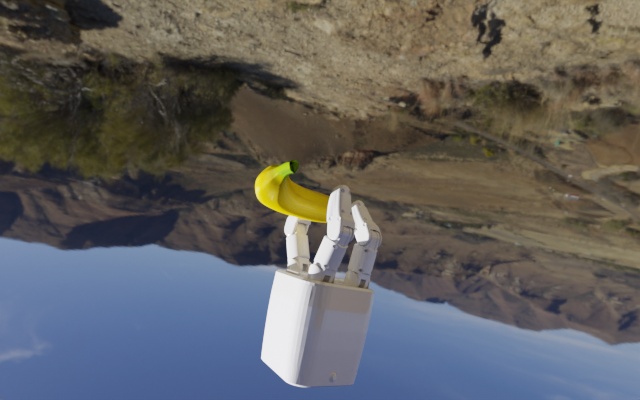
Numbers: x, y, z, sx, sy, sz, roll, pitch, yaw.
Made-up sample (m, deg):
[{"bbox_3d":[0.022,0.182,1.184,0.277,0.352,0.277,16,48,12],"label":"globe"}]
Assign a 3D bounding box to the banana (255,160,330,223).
[{"bbox_3d":[-0.018,-0.001,0.520,0.069,0.037,0.198,5,-11,24],"label":"banana"}]
